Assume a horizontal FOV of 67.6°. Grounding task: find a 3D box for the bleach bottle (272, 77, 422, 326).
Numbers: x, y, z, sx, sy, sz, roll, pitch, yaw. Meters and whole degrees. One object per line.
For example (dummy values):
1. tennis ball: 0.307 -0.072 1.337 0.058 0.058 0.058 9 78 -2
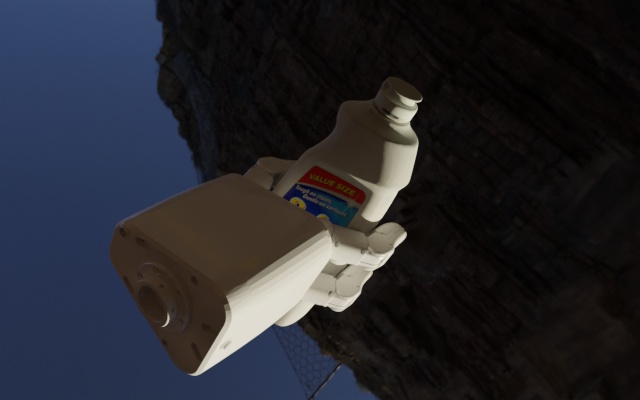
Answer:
1. bleach bottle: 0.000 0.001 0.414 0.102 0.251 0.068 43 37 15
